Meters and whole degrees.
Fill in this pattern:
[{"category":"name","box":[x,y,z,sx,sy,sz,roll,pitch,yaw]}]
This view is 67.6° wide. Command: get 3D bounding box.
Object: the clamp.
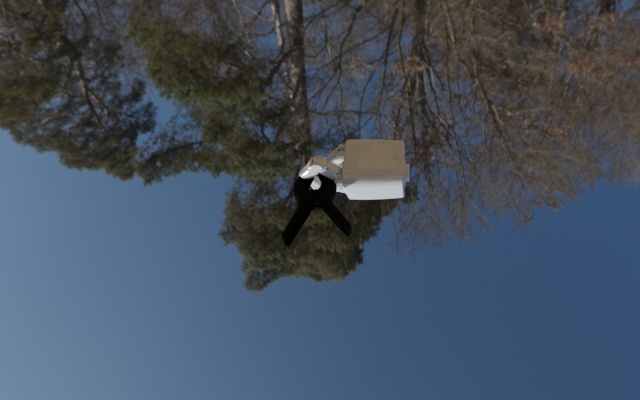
[{"category":"clamp","box":[0.000,0.003,0.835,0.120,0.171,0.039,1,-33,11]}]
